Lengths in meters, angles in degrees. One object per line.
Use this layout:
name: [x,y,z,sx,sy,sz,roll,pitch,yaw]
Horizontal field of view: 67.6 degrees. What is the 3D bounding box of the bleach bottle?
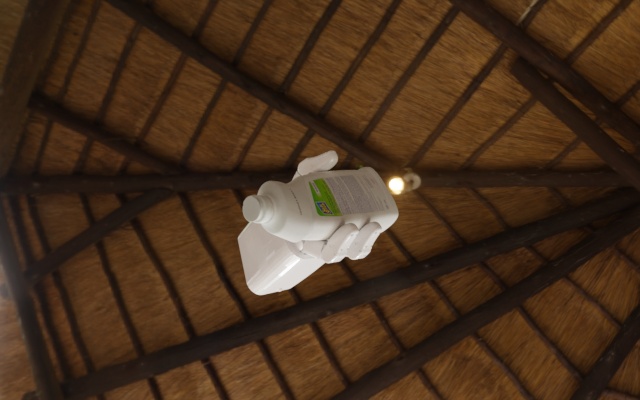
bleach bottle: [0.000,0.002,0.617,0.251,0.102,0.068,0,-37,-51]
